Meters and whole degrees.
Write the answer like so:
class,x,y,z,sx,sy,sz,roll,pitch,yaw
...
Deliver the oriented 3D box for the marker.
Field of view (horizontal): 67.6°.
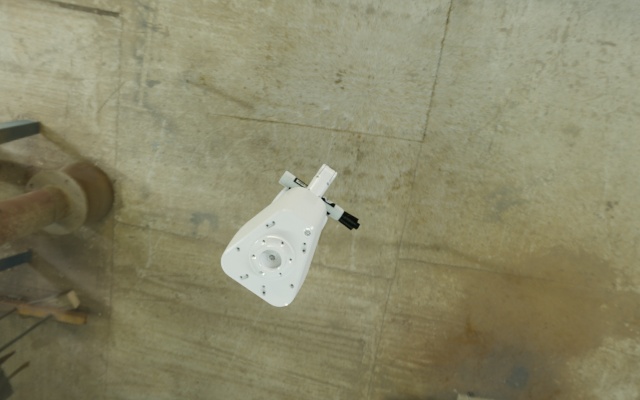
class,x,y,z,sx,sy,sz,roll,pitch,yaw
marker,0.000,0.002,0.632,0.121,0.020,0.020,34,-2,-2
